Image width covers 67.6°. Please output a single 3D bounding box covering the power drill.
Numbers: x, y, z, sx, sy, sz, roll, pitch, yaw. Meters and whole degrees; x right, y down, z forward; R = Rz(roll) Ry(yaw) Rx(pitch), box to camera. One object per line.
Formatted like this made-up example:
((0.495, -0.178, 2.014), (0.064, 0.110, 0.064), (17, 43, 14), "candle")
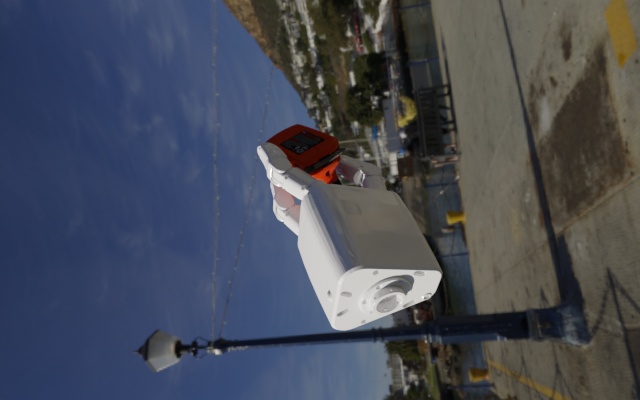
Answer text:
((0.000, 0.002, 0.589), (0.057, 0.188, 0.184), (-35, 31, -17), "power drill")
